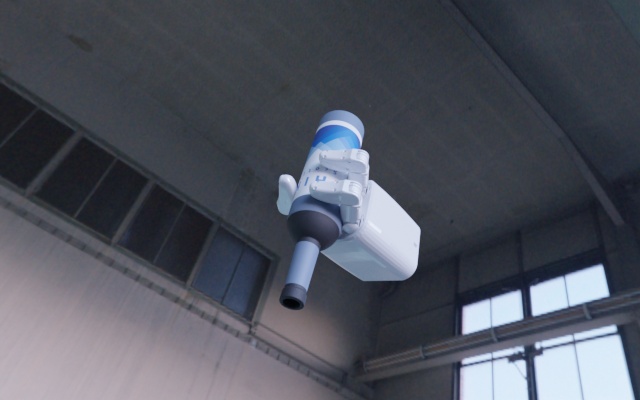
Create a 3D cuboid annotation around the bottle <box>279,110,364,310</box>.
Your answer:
[{"bbox_3d":[0.000,0.002,0.597,0.069,0.295,0.069,9,-42,8],"label":"bottle"}]
